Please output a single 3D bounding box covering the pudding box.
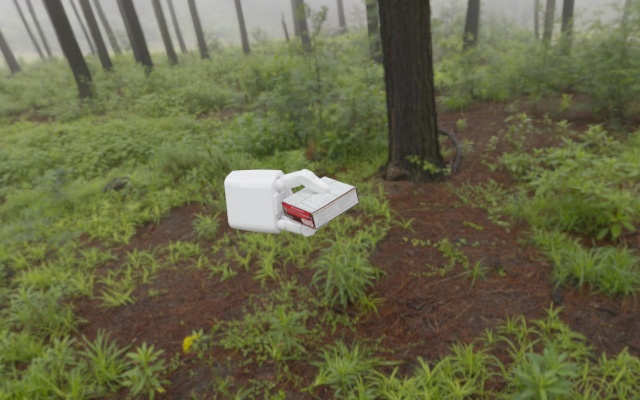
[{"bbox_3d":[0.000,0.003,0.865,0.113,0.039,0.090,-32,34,-30],"label":"pudding box"}]
